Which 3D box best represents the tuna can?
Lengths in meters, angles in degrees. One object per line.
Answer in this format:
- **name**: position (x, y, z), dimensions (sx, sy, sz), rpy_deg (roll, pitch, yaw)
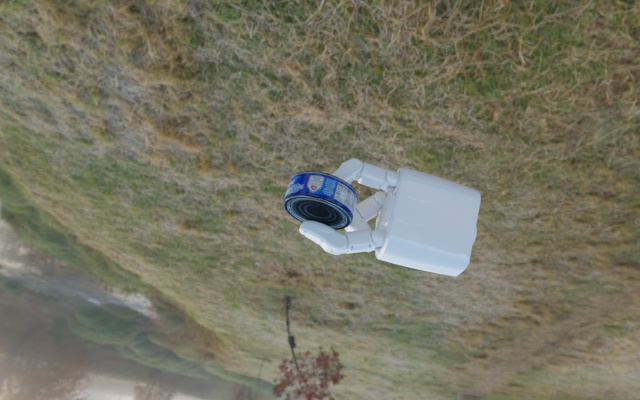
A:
- **tuna can**: position (0.000, 0.002, 0.566), dimensions (0.086, 0.033, 0.086), rpy_deg (13, -26, 7)
